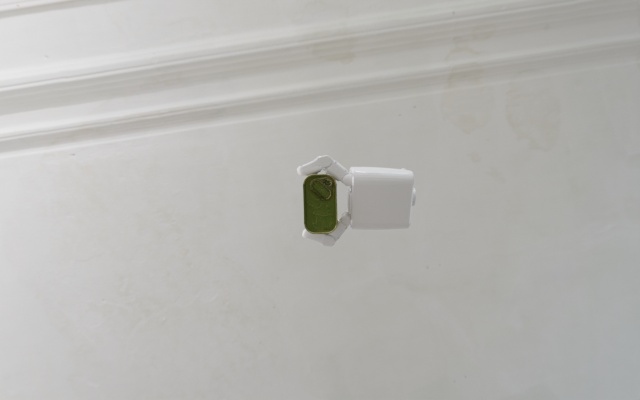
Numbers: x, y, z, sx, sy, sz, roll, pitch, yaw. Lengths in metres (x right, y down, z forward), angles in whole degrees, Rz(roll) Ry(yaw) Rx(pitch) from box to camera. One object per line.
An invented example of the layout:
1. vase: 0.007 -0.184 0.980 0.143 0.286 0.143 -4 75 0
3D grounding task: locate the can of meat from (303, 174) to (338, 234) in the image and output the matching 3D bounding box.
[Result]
1. can of meat: 0.000 0.003 0.845 0.057 0.102 0.084 -2 5 1
